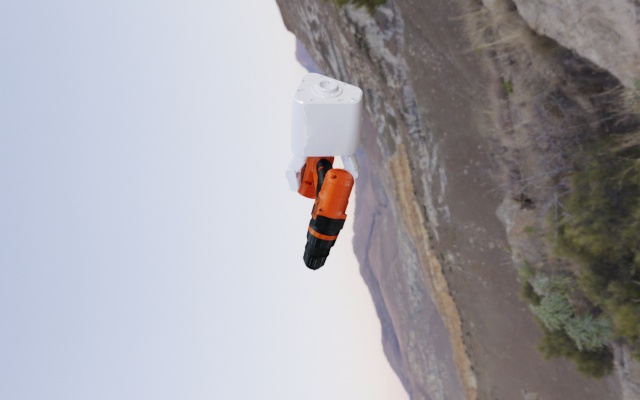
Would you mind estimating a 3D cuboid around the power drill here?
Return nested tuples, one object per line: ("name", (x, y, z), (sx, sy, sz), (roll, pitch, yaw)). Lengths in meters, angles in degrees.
("power drill", (0.000, 0.002, 0.829), (0.057, 0.184, 0.187), (11, 26, -17))
